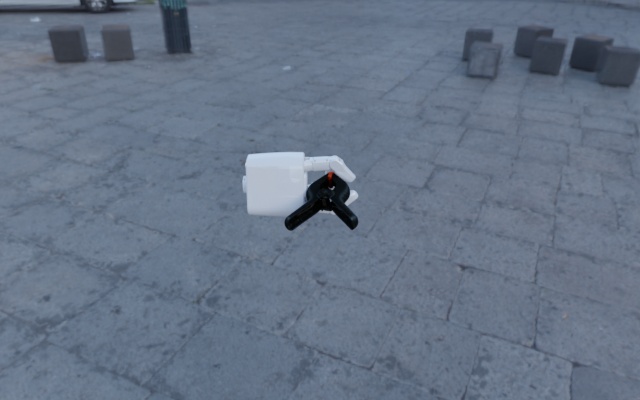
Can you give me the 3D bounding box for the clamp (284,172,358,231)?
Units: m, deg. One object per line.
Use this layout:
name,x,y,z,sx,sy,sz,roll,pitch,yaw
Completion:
clamp,0.000,0.002,0.832,0.120,0.039,0.171,-1,28,0
